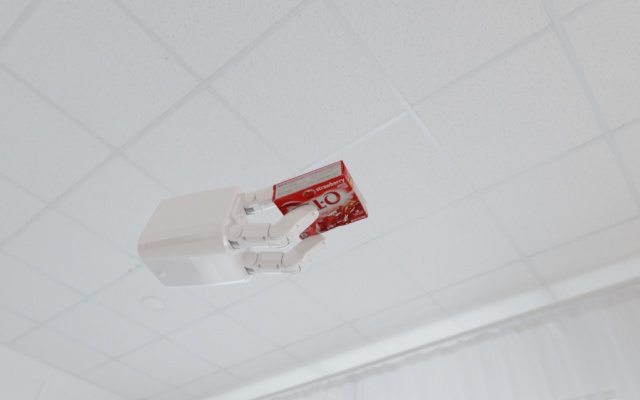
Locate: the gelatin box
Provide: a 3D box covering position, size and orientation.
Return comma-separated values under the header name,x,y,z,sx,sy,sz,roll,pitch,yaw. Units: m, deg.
name,x,y,z,sx,sy,sz,roll,pitch,yaw
gelatin box,0.000,0.001,0.544,0.089,0.030,0.073,-20,-49,15
